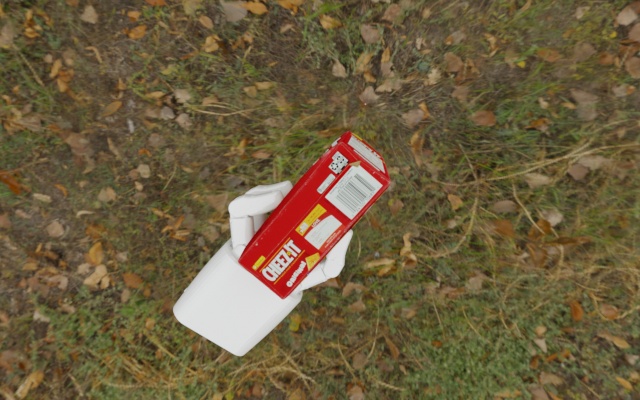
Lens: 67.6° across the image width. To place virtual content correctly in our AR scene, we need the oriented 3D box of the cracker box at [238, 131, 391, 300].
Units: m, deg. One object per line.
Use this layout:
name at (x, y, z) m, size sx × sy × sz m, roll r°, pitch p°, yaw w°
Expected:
cracker box at (0.000, 0.002, 0.564) m, size 0.072 × 0.164 × 0.213 m, roll 40°, pitch 12°, yaw -3°
